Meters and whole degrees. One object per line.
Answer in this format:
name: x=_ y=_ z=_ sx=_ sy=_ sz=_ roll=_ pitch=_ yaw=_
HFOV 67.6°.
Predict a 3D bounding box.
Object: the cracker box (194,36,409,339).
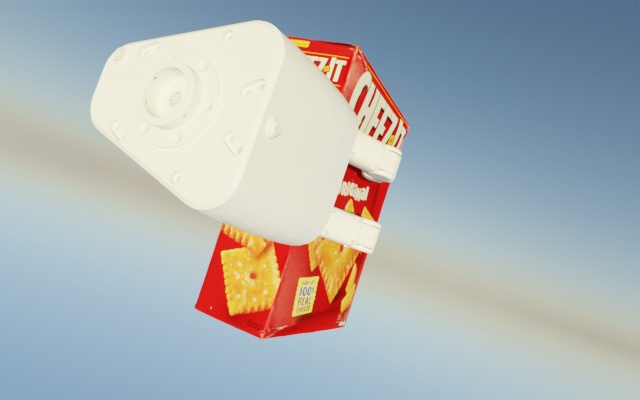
cracker box: x=0.000 y=0.001 z=0.405 sx=0.072 sy=0.213 sz=0.164 roll=17 pitch=-5 yaw=25
